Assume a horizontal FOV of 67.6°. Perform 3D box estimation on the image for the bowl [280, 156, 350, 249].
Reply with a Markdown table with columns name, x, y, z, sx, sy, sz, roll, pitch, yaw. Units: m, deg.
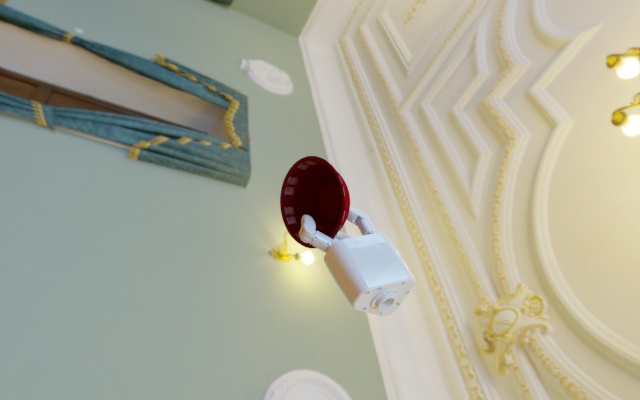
| name | x | y | z | sx | sy | sz | roll | pitch | yaw |
| --- | --- | --- | --- | --- | --- | --- | --- | --- | --- |
| bowl | 0.000 | 0.002 | 0.850 | 0.162 | 0.162 | 0.055 | 0 | 1 | 44 |
